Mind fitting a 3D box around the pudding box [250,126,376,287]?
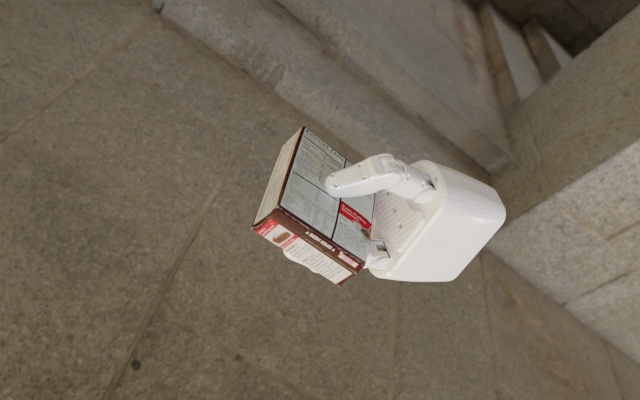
[{"bbox_3d":[0.000,0.001,0.401,0.090,0.113,0.039,35,-53,-18],"label":"pudding box"}]
